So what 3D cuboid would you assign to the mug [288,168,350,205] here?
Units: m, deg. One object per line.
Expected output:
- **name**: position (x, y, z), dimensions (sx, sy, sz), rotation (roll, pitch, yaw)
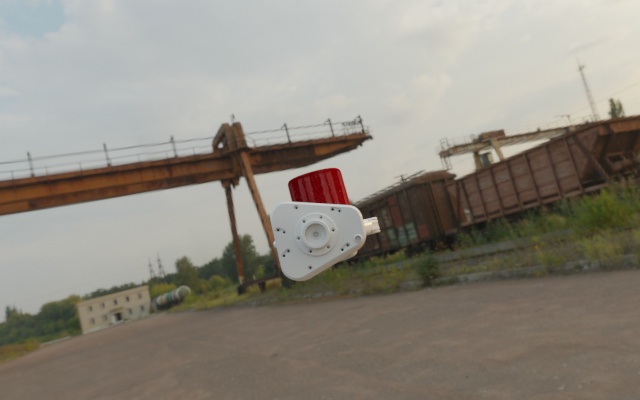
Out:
- **mug**: position (0.000, 0.002, 0.715), dimensions (0.093, 0.081, 0.117), rotation (-15, -6, -1)
